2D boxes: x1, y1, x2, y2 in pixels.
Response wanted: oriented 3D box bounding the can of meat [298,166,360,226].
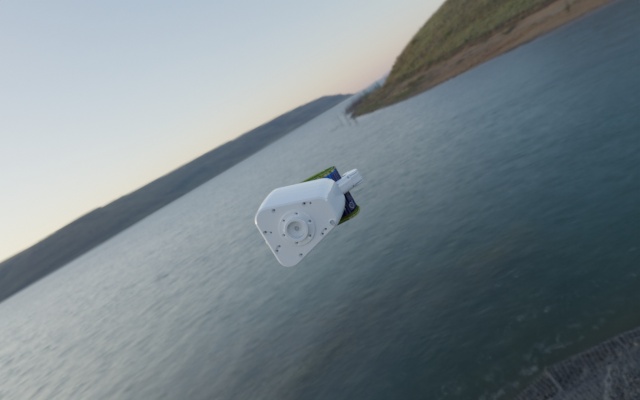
[{"bbox_3d":[0.000,0.002,0.777,0.102,0.084,0.057,-28,10,14],"label":"can of meat"}]
